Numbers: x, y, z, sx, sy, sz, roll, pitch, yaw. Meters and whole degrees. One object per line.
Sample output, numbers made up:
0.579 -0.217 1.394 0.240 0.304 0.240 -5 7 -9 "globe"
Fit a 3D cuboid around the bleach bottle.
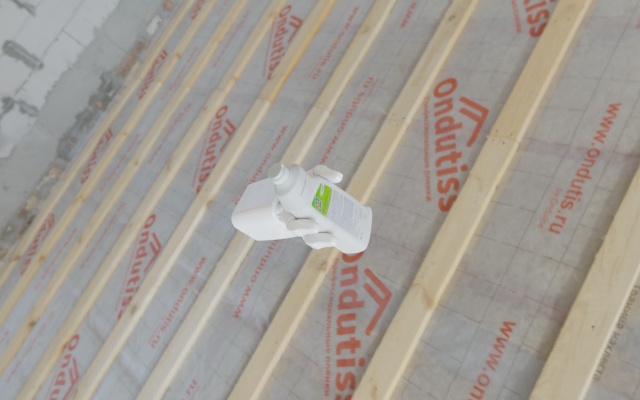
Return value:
0.000 0.003 0.831 0.068 0.102 0.251 -12 -34 33 "bleach bottle"
